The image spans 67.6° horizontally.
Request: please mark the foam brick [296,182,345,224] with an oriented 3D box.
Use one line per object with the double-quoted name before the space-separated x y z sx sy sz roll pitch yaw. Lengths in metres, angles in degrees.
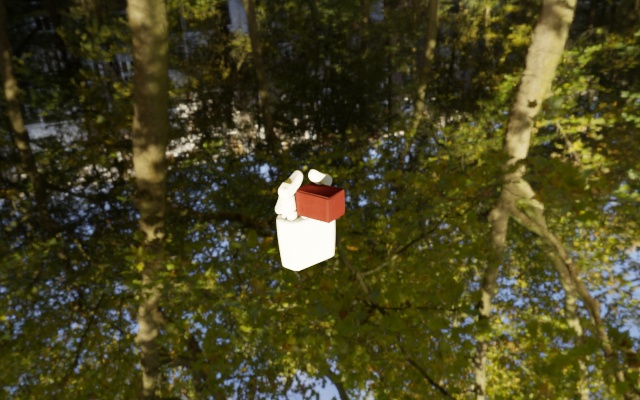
"foam brick" 0.000 0.003 0.886 0.078 0.051 0.053 14 28 35
